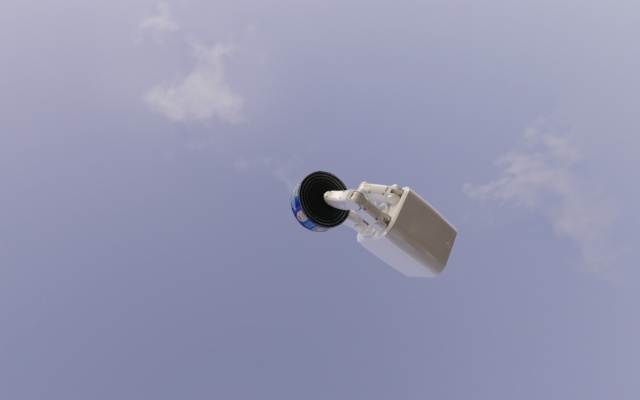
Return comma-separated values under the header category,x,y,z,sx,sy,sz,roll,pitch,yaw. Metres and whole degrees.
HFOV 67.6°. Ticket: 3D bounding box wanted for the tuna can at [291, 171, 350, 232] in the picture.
category,x,y,z,sx,sy,sz,roll,pitch,yaw
tuna can,0.000,0.002,0.702,0.086,0.086,0.034,0,-17,-30
